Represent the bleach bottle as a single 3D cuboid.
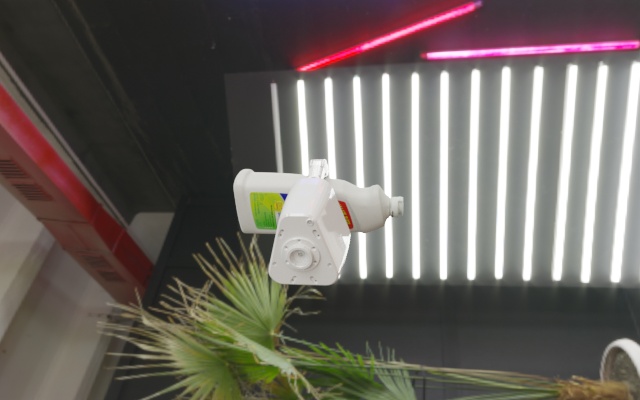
[{"bbox_3d":[0.000,0.002,0.733,0.251,0.103,0.068,0,27,10],"label":"bleach bottle"}]
